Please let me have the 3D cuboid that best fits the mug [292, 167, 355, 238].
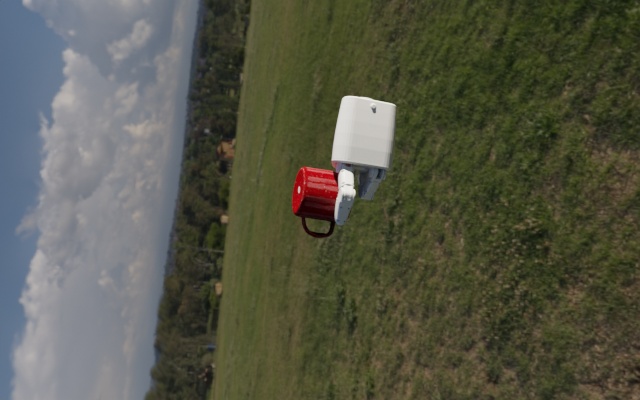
[{"bbox_3d":[0.000,0.004,0.780,0.081,0.117,0.093,9,-4,-15],"label":"mug"}]
